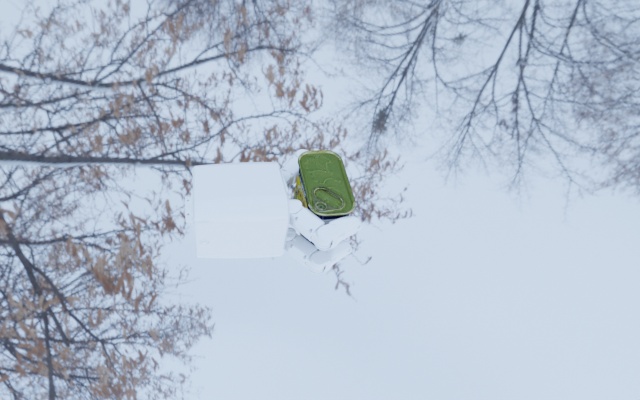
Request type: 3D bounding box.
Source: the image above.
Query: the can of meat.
[{"bbox_3d":[0.000,0.002,0.602,0.057,0.102,0.084,-4,-38,-15],"label":"can of meat"}]
